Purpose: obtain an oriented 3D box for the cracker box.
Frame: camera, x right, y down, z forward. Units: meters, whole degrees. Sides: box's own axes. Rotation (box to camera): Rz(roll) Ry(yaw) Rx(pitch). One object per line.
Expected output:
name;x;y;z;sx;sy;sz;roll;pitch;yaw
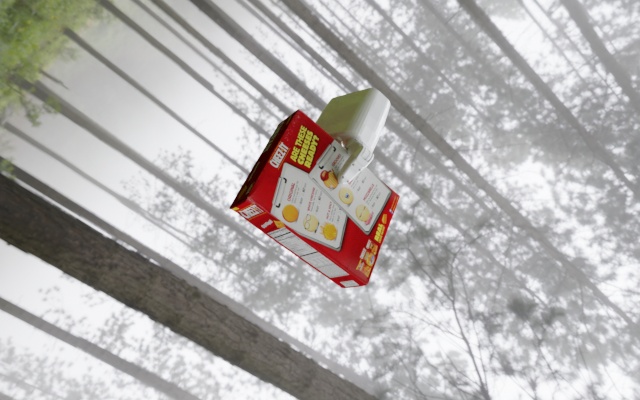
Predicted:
cracker box;0.000;0.002;0.690;0.214;0.164;0.072;38;-33;-20
